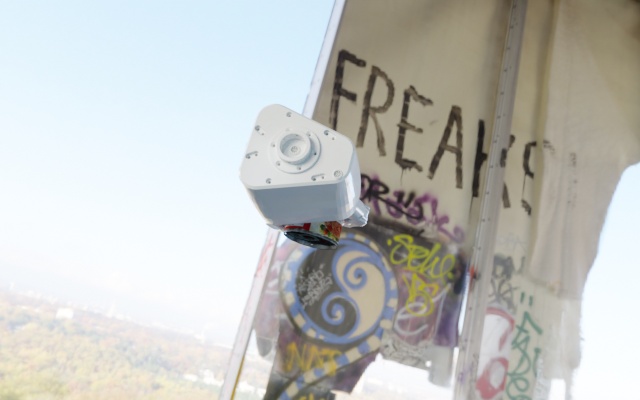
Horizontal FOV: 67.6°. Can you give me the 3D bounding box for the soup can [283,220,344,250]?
[{"bbox_3d":[0.000,0.002,0.587,0.068,0.102,0.068,14,-17,4],"label":"soup can"}]
